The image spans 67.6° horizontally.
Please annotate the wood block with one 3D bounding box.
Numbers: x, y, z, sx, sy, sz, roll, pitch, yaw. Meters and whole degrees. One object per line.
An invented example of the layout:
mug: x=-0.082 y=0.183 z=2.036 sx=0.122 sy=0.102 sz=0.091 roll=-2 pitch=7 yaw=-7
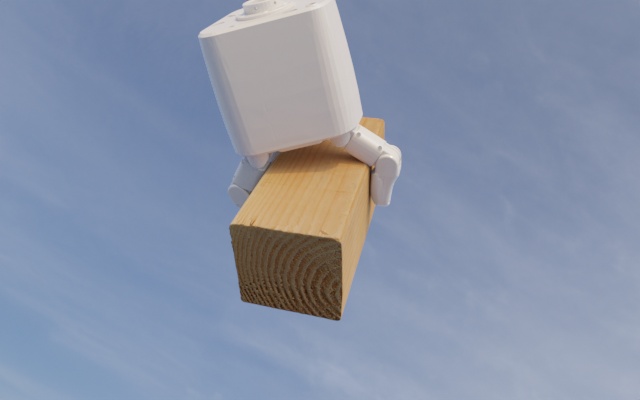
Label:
wood block: x=0.000 y=0.001 z=0.457 sx=0.091 sy=0.090 sz=0.206 roll=8 pitch=36 yaw=13
